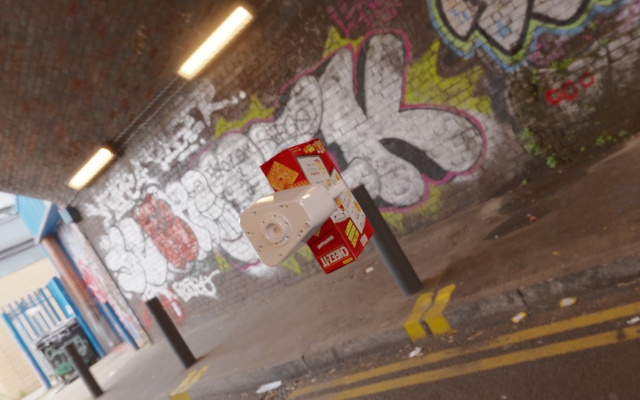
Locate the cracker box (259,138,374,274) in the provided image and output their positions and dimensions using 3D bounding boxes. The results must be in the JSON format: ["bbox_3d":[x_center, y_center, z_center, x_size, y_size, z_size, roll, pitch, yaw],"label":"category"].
[{"bbox_3d":[0.000,0.003,0.850,0.072,0.214,0.164,-30,3,22],"label":"cracker box"}]
